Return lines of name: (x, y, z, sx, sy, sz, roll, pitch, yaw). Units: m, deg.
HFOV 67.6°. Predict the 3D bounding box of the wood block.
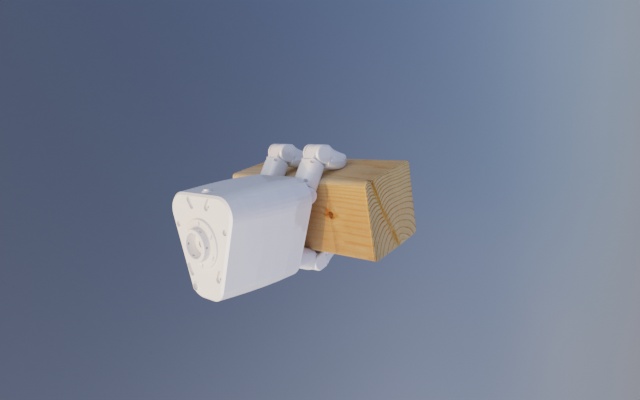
wood block: (0.000, 0.002, 0.583, 0.206, 0.091, 0.090, 6, 24, 40)
